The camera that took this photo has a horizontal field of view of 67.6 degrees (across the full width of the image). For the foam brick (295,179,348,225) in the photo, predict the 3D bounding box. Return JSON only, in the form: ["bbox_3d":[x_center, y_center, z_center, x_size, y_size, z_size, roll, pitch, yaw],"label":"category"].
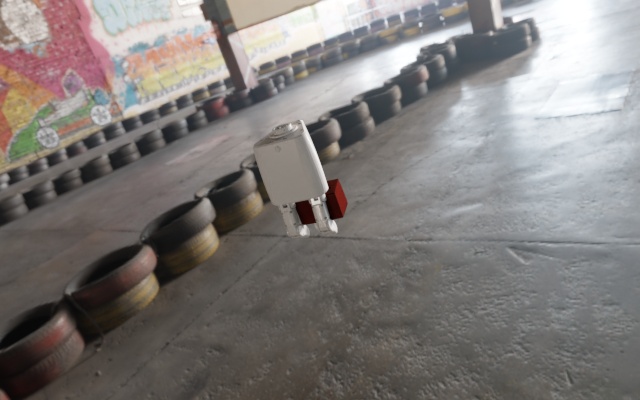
[{"bbox_3d":[0.000,0.003,0.820,0.078,0.051,0.053,-12,26,17],"label":"foam brick"}]
